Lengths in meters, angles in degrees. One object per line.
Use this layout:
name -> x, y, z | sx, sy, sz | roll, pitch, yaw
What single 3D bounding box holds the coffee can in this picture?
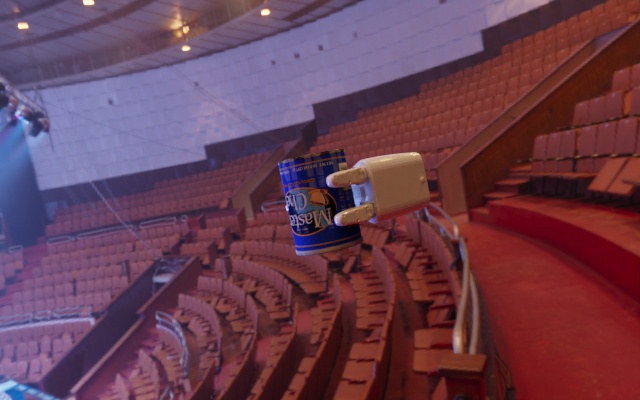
coffee can -> 0.000, 0.003, 0.714 | 0.103, 0.140, 0.103 | -12, 2, 0
